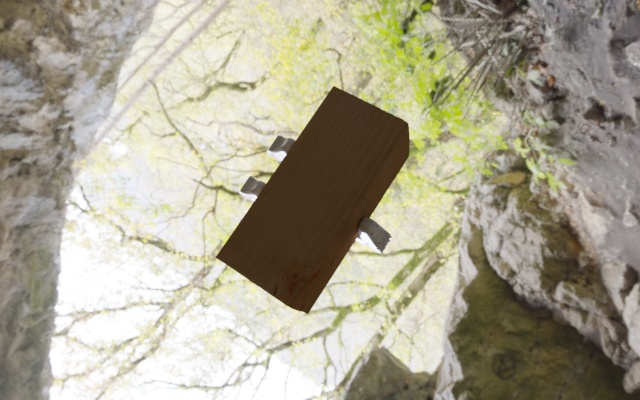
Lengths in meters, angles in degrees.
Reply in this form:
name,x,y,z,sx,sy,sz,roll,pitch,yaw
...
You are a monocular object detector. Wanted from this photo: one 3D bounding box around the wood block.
name,x,y,z,sx,sy,sz,roll,pitch,yaw
wood block,0.000,0.002,0.491,0.091,0.206,0.090,30,-9,18
